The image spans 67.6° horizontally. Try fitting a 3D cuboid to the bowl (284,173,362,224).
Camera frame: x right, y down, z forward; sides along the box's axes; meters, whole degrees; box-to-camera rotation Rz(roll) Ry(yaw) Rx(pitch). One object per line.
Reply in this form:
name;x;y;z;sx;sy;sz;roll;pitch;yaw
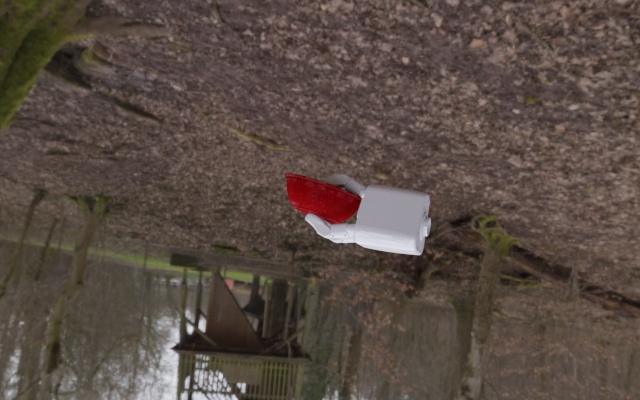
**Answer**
bowl;-0.001;0.003;0.893;0.162;0.055;0.162;20;-6;2
